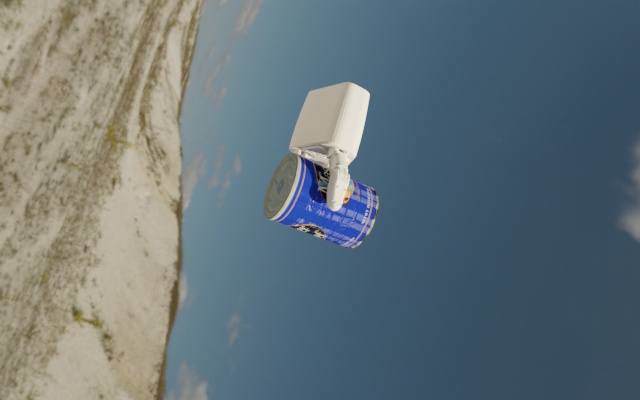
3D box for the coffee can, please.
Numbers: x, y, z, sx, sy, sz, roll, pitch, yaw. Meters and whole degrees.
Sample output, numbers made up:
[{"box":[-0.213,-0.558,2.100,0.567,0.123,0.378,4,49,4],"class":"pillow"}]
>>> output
[{"box":[0.000,0.002,0.714,0.140,0.103,0.103,22,-9,-24],"class":"coffee can"}]
